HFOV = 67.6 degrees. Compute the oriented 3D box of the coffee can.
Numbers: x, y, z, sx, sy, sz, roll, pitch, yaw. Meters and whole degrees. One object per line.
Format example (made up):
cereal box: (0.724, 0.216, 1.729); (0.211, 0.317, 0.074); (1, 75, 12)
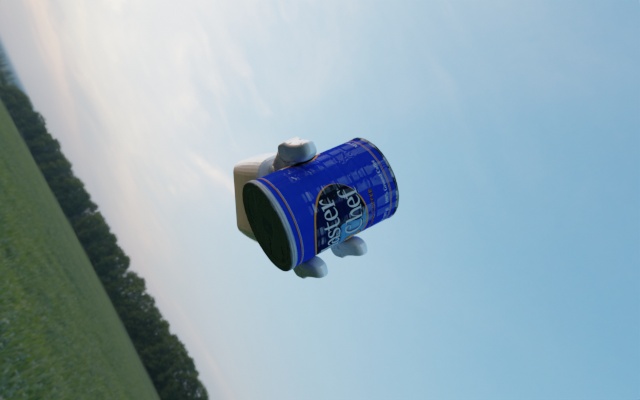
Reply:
coffee can: (0.000, 0.002, 0.526); (0.140, 0.103, 0.103); (-25, 11, -25)
